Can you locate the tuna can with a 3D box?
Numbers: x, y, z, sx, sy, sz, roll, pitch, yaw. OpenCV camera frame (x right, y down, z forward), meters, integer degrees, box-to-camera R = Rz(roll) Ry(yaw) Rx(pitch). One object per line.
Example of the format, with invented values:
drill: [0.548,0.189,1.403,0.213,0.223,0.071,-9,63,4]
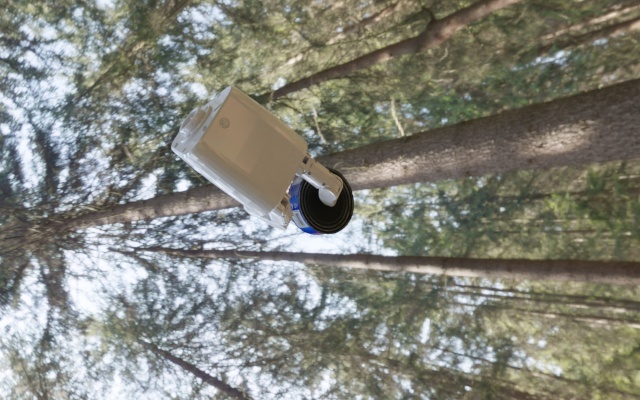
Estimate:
tuna can: [0.000,0.002,0.615,0.086,0.086,0.034,0,-6,-35]
